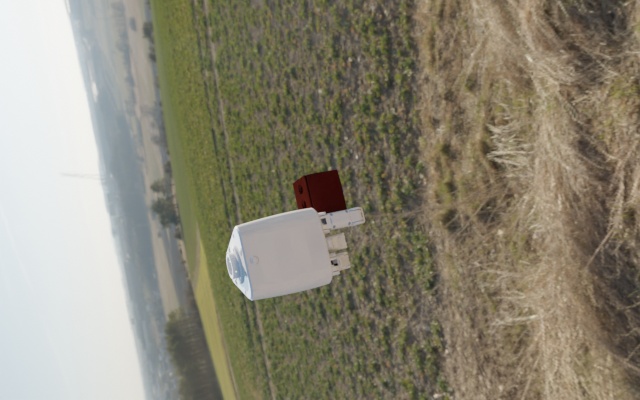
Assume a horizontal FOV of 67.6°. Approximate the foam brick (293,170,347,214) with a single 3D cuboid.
[{"bbox_3d":[0.000,0.002,0.661,0.051,0.078,0.053,-11,-6,-22],"label":"foam brick"}]
